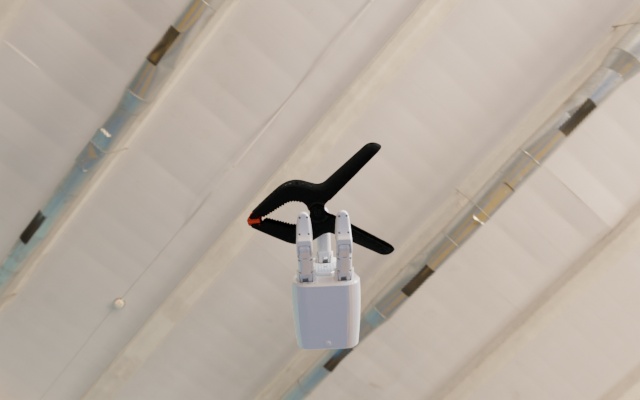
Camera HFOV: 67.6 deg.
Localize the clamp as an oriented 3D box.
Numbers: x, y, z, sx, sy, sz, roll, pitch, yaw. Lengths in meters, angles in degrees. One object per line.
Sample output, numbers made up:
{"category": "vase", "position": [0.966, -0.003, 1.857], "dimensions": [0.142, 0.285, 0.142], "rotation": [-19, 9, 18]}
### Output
{"category": "clamp", "position": [0.000, 0.002, 0.682], "dimensions": [0.210, 0.164, 0.036], "rotation": [-2, 13, 1]}
